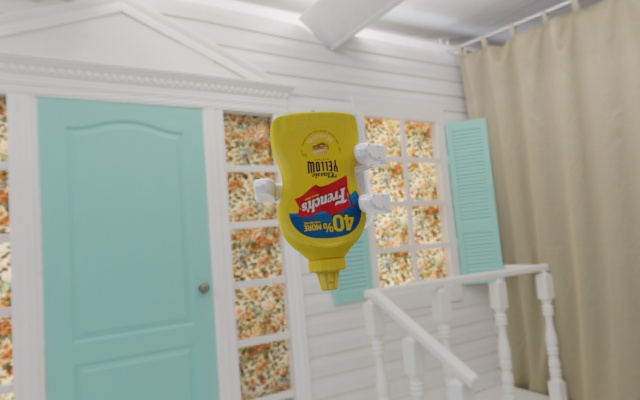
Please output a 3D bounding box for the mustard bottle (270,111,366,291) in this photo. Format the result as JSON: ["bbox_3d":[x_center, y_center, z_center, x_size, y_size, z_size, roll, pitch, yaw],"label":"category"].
[{"bbox_3d":[0.000,0.001,0.524,0.096,0.191,0.058,-4,-7,-14],"label":"mustard bottle"}]
